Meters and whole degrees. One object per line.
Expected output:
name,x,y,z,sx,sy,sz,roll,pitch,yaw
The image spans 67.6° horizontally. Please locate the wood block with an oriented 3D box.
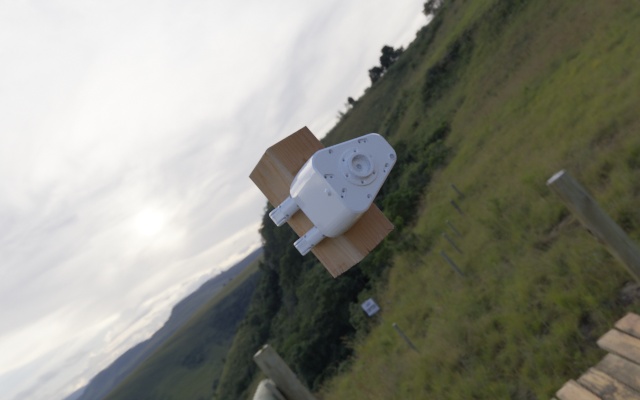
wood block,0.000,0.002,0.728,0.090,0.206,0.090,-37,-5,-37
